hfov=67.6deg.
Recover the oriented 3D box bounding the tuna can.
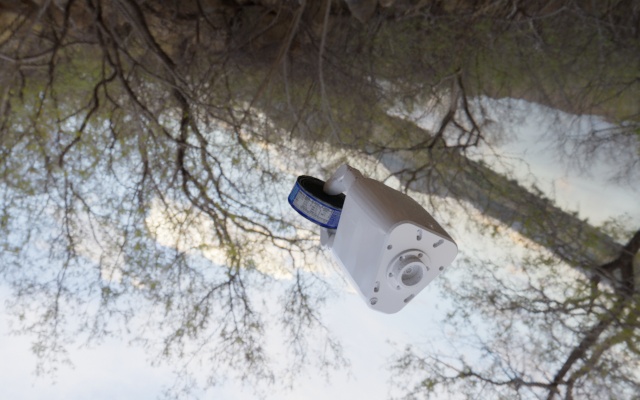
[{"bbox_3d":[0.000,0.003,0.637,0.086,0.034,0.086,26,18,-9],"label":"tuna can"}]
